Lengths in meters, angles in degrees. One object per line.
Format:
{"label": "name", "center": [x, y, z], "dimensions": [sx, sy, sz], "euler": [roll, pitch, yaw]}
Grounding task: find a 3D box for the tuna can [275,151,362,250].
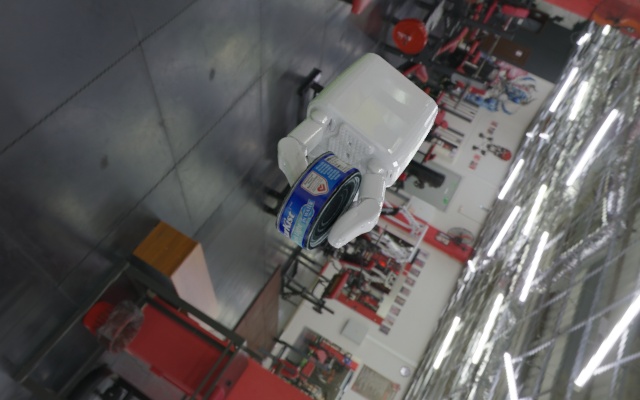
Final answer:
{"label": "tuna can", "center": [0.000, 0.002, 0.423], "dimensions": [0.033, 0.086, 0.086], "euler": [34, 10, 14]}
